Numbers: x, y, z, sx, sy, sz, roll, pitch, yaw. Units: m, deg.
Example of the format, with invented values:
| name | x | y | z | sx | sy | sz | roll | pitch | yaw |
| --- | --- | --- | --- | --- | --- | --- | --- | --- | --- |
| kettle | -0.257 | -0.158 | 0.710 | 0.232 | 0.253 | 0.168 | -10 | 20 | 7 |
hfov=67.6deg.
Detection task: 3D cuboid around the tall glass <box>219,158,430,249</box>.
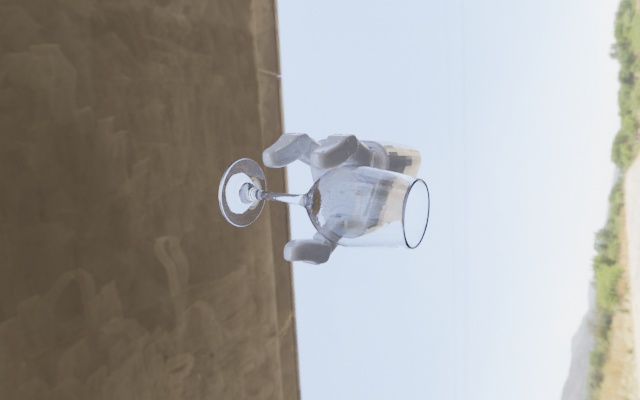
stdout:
| name | x | y | z | sx | sy | sz | roll | pitch | yaw |
| --- | --- | --- | --- | --- | --- | --- | --- | --- | --- |
| tall glass | -0.001 | 0.002 | 0.464 | 0.201 | 0.079 | 0.079 | 7 | 4 | 32 |
